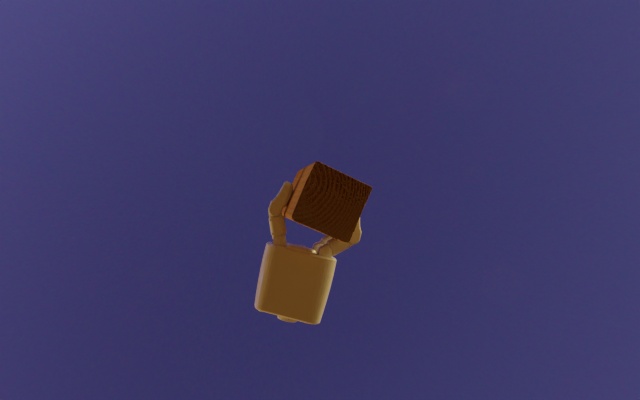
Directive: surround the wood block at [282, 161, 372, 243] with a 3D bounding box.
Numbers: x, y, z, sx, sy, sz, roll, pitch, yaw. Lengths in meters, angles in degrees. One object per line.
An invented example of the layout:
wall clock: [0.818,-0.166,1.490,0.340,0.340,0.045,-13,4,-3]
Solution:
wood block: [0.000,0.003,0.757,0.091,0.090,0.206,24,-4,-9]
